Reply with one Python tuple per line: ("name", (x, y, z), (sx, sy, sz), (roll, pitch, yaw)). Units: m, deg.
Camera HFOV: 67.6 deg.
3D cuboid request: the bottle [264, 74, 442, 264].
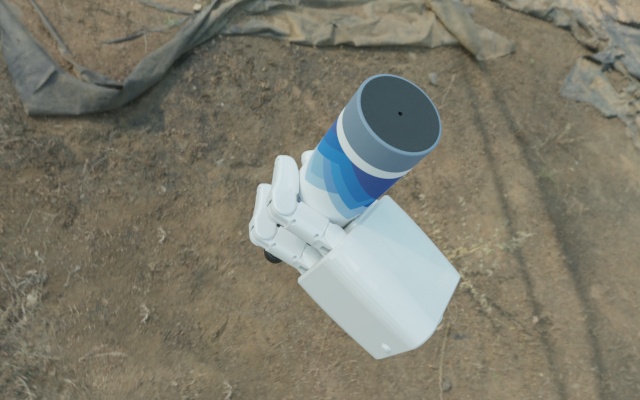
("bottle", (0.000, 0.001, 0.447), (0.069, 0.069, 0.296), (0, -24, -24))
